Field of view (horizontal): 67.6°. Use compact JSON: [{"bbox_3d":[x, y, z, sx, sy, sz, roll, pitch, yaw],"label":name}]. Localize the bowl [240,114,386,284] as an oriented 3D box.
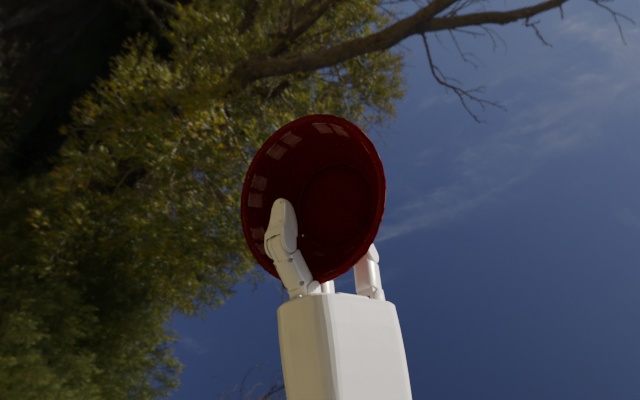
[{"bbox_3d":[0.000,0.000,0.465,0.162,0.162,0.055,0,-8,32],"label":"bowl"}]
